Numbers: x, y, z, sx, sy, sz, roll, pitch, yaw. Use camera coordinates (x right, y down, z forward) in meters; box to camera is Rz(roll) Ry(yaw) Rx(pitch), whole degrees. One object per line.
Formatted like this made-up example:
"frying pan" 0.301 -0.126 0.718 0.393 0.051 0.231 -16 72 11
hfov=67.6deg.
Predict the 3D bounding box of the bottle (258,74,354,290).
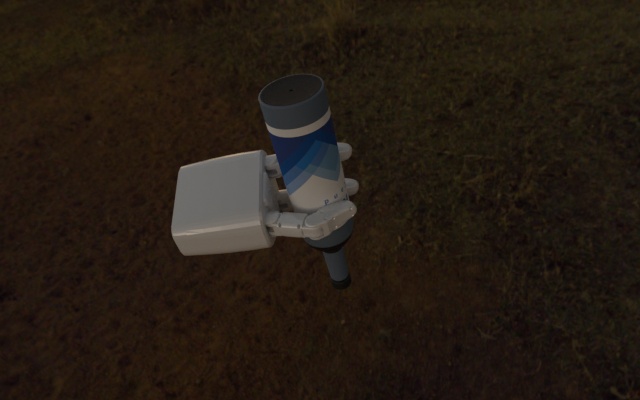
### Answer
"bottle" 0.000 0.002 0.559 0.069 0.296 0.069 -9 40 7
